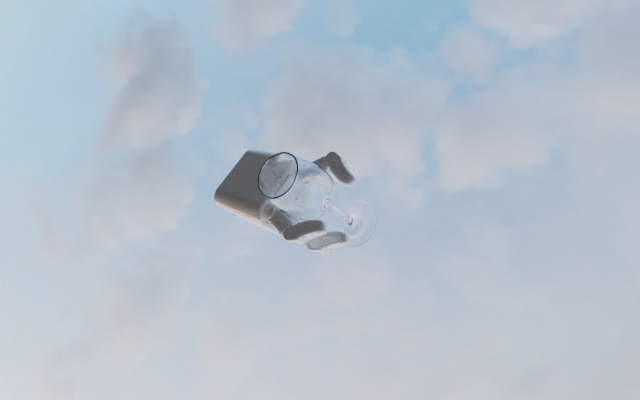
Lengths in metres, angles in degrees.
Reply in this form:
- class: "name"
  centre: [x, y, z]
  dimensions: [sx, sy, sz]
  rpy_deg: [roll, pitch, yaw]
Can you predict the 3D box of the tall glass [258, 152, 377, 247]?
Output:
- class: "tall glass"
  centre: [0.001, 0.002, 0.655]
  dimensions: [0.079, 0.079, 0.201]
  rpy_deg: [0, -19, 34]
